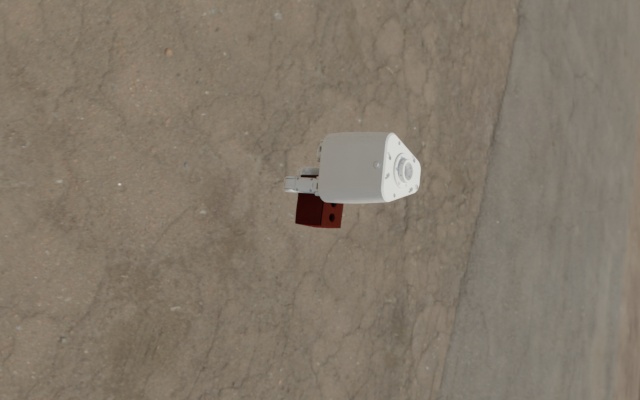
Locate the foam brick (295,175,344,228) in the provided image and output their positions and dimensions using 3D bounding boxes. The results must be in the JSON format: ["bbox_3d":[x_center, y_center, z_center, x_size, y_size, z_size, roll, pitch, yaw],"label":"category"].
[{"bbox_3d":[0.000,0.003,0.727,0.051,0.078,0.053,4,-5,36],"label":"foam brick"}]
